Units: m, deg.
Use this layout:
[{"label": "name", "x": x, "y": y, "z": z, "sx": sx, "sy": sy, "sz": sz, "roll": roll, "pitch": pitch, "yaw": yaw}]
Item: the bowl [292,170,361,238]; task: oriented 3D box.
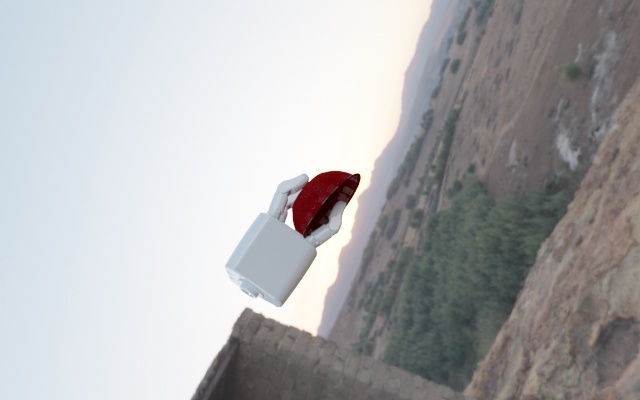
[{"label": "bowl", "x": 0.001, "y": 0.002, "z": 0.829, "sx": 0.055, "sy": 0.162, "sz": 0.162, "roll": 39, "pitch": 12, "yaw": 15}]
